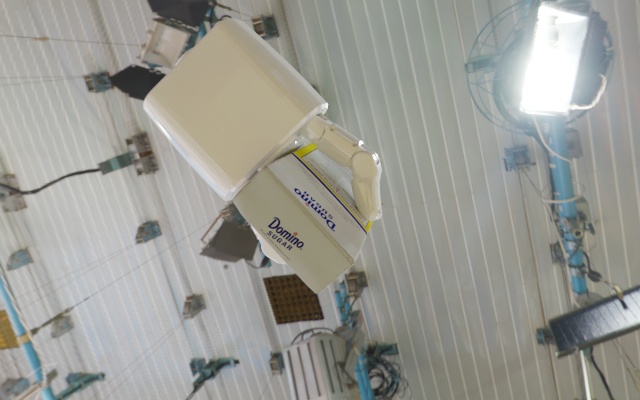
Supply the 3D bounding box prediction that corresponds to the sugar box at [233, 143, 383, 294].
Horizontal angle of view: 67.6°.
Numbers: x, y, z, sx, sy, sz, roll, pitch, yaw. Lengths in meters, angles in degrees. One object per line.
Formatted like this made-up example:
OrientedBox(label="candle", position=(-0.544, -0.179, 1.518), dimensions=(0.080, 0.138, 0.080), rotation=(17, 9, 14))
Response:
OrientedBox(label="sugar box", position=(0.000, 0.002, 0.409), dimensions=(0.048, 0.093, 0.176), rotation=(-43, 0, 22))
